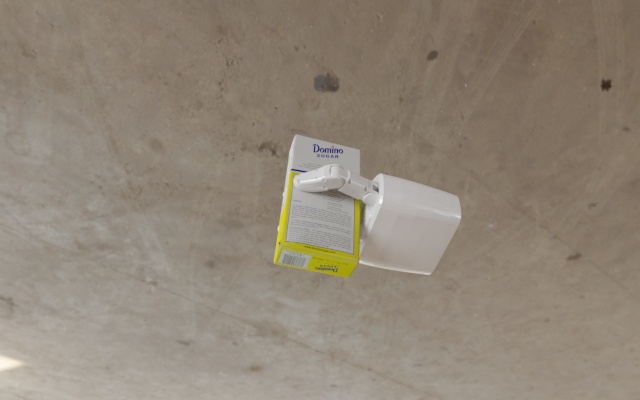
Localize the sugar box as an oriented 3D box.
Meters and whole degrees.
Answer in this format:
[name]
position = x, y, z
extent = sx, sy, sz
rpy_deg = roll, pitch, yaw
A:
[sugar box]
position = 0.000, 0.002, 0.588
extent = 0.093, 0.176, 0.048
rpy_deg = 13, -42, -9
